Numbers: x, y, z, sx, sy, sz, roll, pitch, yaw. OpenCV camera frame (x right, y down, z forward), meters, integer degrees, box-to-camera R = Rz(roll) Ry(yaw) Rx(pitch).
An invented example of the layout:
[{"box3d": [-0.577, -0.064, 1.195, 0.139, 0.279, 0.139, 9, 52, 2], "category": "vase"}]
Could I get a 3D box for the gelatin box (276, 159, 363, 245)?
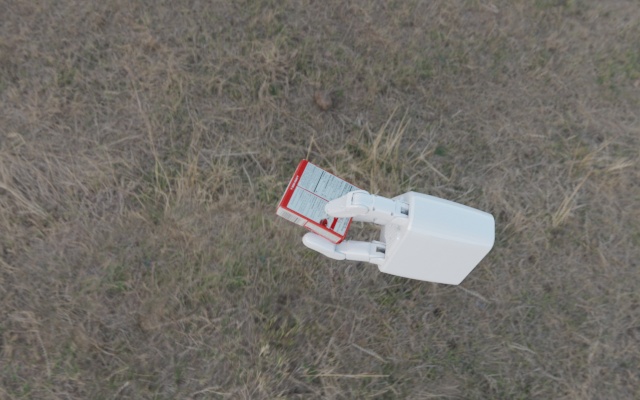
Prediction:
[{"box3d": [0.000, 0.002, 0.588, 0.089, 0.073, 0.030, 27, -27, -7], "category": "gelatin box"}]
